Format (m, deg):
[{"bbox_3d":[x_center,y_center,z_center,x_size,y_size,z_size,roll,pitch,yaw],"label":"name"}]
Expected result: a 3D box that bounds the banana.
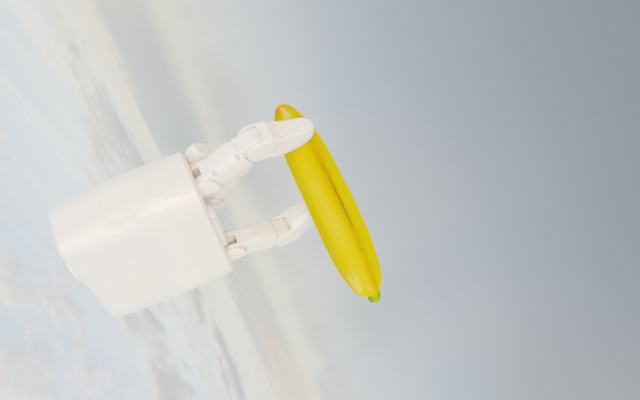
[{"bbox_3d":[0.005,0.002,0.402,0.037,0.198,0.069,-24,-2,-12],"label":"banana"}]
